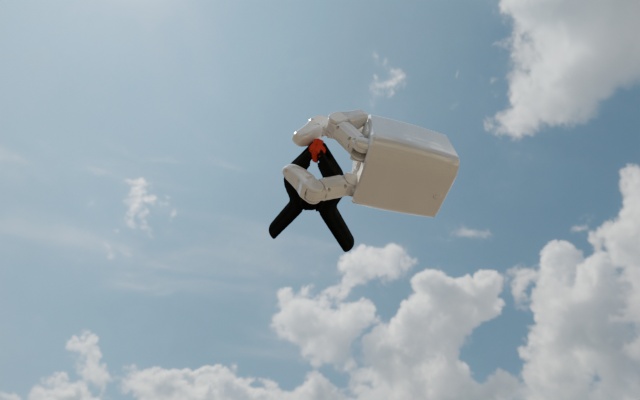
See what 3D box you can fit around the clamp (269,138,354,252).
[{"bbox_3d":[0.000,0.002,0.625,0.120,0.172,0.039,12,43,-4],"label":"clamp"}]
